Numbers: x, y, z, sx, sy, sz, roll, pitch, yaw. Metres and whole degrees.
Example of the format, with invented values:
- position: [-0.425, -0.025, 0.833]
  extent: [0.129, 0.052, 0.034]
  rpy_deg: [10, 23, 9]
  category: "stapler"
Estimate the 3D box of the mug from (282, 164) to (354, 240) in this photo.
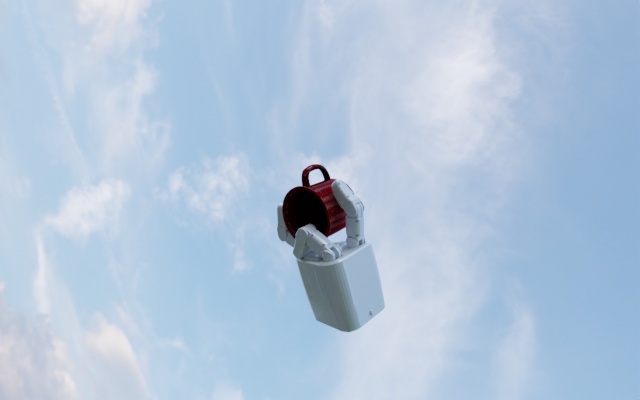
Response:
- position: [0.000, 0.001, 0.725]
  extent: [0.093, 0.117, 0.081]
  rpy_deg: [-5, 12, 42]
  category: "mug"
